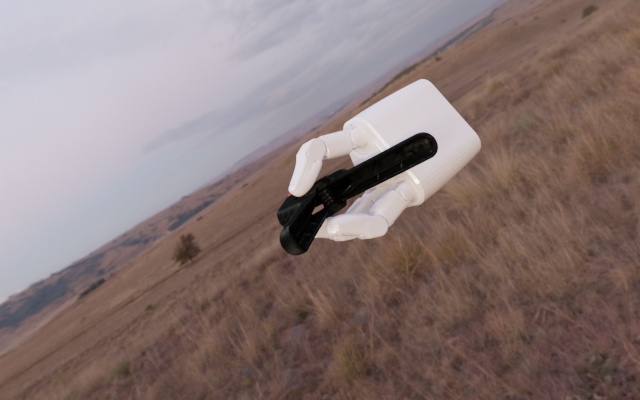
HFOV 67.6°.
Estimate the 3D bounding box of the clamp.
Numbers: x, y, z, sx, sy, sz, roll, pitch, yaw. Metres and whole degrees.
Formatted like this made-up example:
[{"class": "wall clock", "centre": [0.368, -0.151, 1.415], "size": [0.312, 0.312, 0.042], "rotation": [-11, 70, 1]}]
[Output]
[{"class": "clamp", "centre": [0.000, 0.001, 0.474], "size": [0.164, 0.036, 0.210], "rotation": [-36, 8, -25]}]
